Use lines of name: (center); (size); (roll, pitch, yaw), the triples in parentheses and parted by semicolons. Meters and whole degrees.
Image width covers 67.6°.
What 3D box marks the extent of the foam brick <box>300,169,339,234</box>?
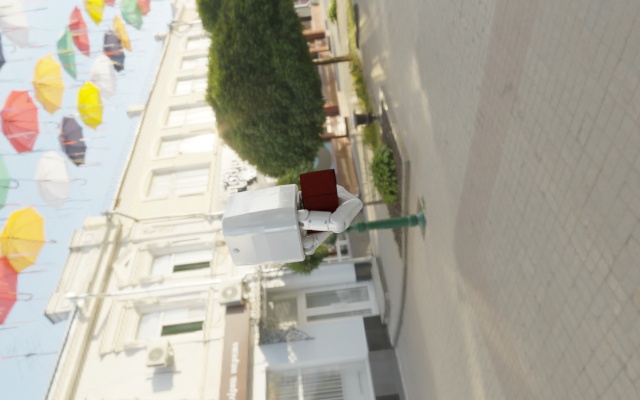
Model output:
foam brick: (0.000, 0.002, 0.691); (0.051, 0.078, 0.053); (-7, 43, 1)
